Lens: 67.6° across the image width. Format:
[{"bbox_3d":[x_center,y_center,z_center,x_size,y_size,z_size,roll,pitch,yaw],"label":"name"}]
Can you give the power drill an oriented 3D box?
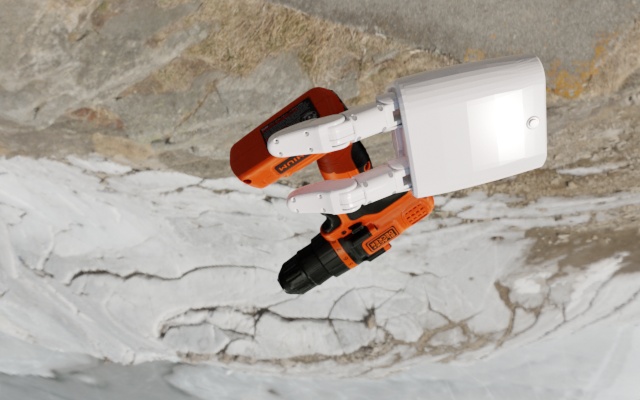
[{"bbox_3d":[0.000,0.001,0.450,0.184,0.057,0.188,-36,-46,6],"label":"power drill"}]
